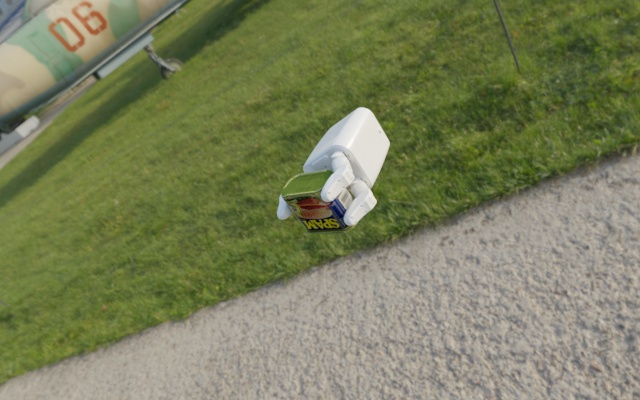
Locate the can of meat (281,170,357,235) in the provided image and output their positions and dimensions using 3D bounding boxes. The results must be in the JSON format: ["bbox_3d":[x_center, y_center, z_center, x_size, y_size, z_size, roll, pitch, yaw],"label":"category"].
[{"bbox_3d":[0.000,0.002,0.730,0.102,0.084,0.057,-6,41,43],"label":"can of meat"}]
